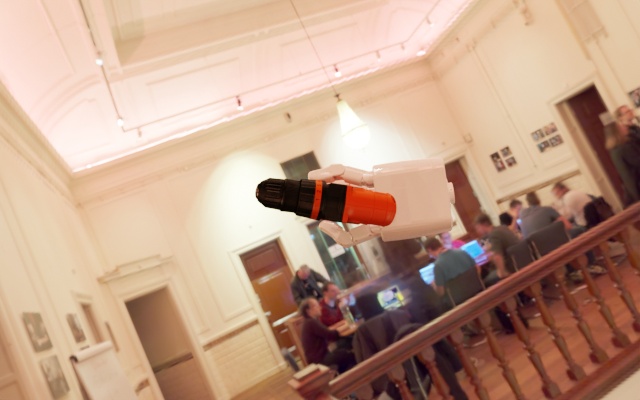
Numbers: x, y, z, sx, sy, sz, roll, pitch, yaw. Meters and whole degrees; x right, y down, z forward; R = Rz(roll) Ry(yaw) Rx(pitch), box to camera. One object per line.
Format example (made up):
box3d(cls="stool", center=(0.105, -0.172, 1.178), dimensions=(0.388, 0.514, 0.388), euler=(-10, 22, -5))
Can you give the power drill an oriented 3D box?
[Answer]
box3d(cls="power drill", center=(0.000, 0.002, 0.687), dimensions=(0.184, 0.057, 0.187), euler=(10, 0, -6))
